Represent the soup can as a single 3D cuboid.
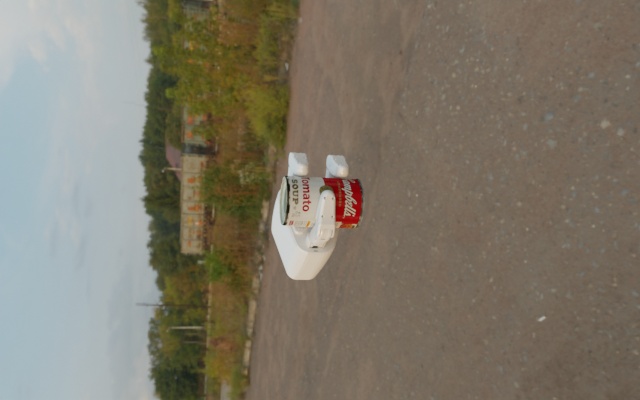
[{"bbox_3d":[0.000,0.002,0.637,0.102,0.068,0.068,3,-1,-13],"label":"soup can"}]
